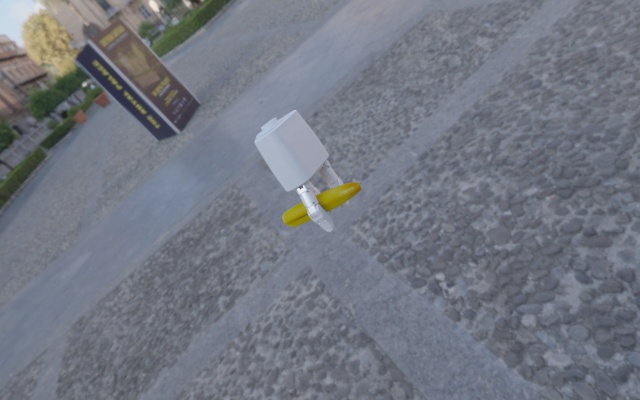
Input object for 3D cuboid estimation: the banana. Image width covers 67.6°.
[{"bbox_3d":[-0.013,0.012,0.877,0.198,0.037,0.069,-26,7,44],"label":"banana"}]
